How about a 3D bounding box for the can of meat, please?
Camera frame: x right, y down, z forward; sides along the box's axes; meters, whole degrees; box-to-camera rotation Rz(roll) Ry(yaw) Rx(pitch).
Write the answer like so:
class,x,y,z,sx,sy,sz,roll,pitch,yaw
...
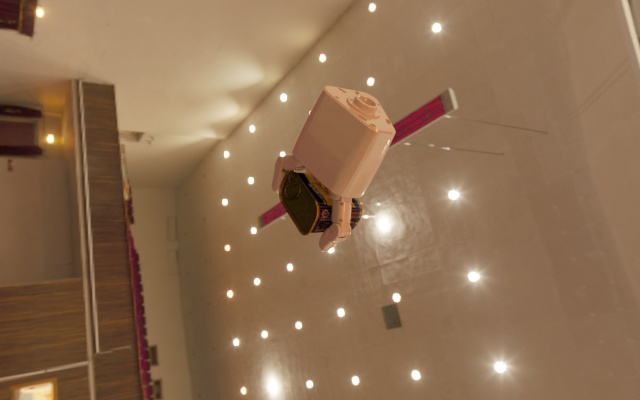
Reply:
class,x,y,z,sx,sy,sz,roll,pitch,yaw
can of meat,0.000,0.002,0.699,0.084,0.057,0.102,0,39,-36
